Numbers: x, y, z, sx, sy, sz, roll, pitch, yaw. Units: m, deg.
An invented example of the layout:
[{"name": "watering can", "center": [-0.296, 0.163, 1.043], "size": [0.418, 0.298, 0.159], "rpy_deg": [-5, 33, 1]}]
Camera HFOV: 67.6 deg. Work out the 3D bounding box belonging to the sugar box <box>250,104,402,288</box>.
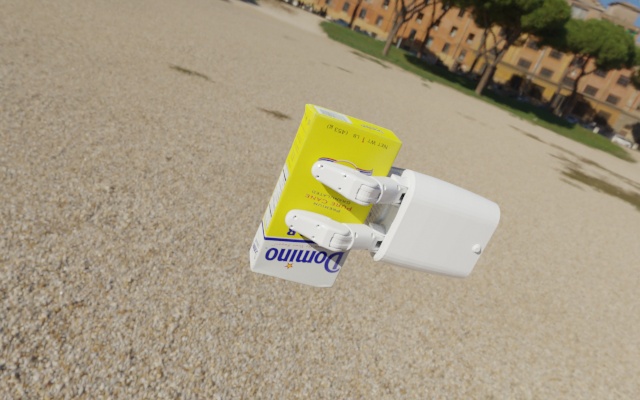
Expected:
[{"name": "sugar box", "center": [0.000, 0.002, 0.477], "size": [0.093, 0.176, 0.048], "rpy_deg": [16, 21, -18]}]
